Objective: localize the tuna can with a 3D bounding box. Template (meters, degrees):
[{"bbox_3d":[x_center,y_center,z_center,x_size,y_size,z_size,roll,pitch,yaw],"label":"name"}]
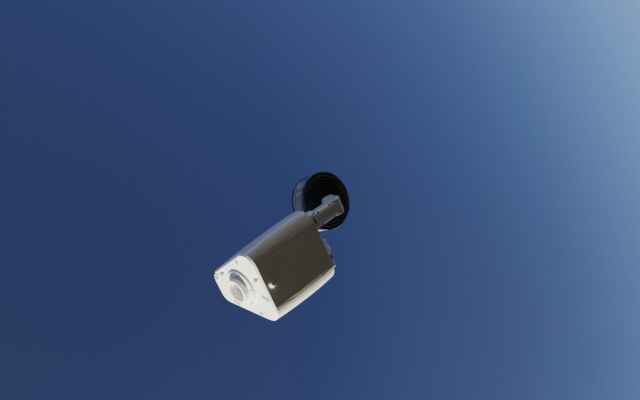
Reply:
[{"bbox_3d":[0.000,0.002,0.705,0.086,0.086,0.034,0,-8,-39],"label":"tuna can"}]
